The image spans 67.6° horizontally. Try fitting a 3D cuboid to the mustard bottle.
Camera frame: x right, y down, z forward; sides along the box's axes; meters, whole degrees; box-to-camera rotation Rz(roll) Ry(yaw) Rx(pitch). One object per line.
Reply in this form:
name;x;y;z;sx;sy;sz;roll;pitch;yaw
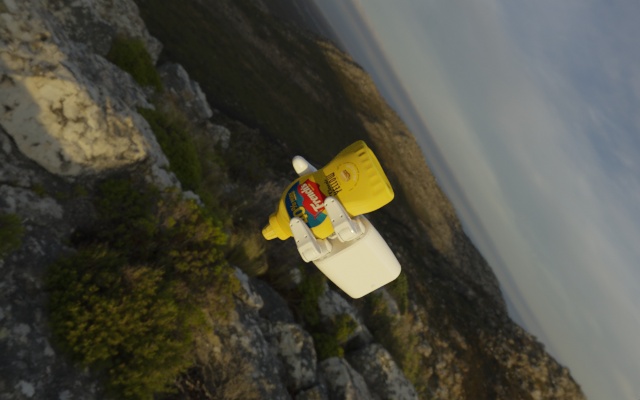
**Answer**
mustard bottle;0.000;0.002;0.671;0.191;0.096;0.058;-31;-29;14
